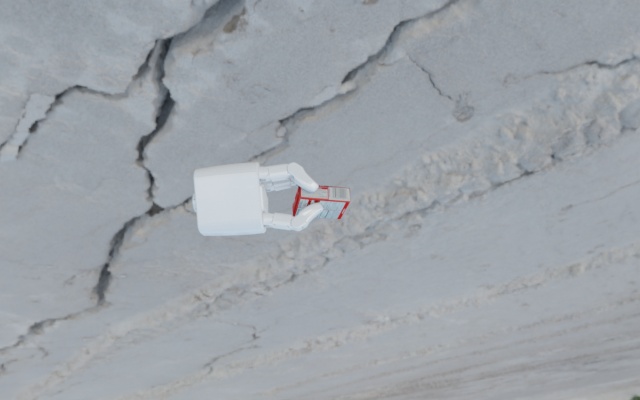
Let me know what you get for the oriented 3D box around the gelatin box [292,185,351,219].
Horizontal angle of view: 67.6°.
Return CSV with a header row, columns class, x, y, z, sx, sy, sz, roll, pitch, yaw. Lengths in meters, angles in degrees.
class,x,y,z,sx,sy,sz,roll,pitch,yaw
gelatin box,0.000,0.003,0.817,0.089,0.030,0.073,5,-27,-10
